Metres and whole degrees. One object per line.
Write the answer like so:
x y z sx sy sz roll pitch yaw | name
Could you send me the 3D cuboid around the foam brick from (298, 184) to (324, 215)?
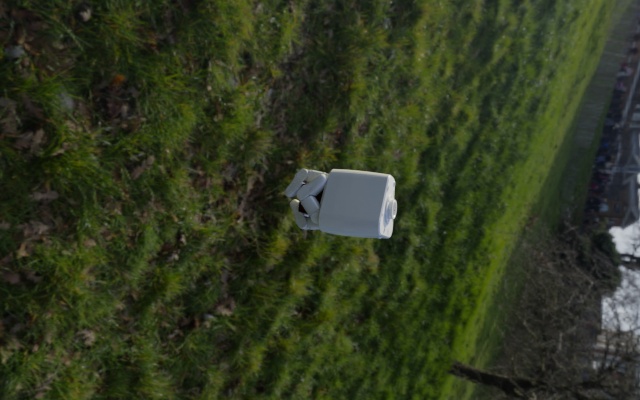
0.000 0.003 0.868 0.051 0.053 0.078 5 -7 22 | foam brick
